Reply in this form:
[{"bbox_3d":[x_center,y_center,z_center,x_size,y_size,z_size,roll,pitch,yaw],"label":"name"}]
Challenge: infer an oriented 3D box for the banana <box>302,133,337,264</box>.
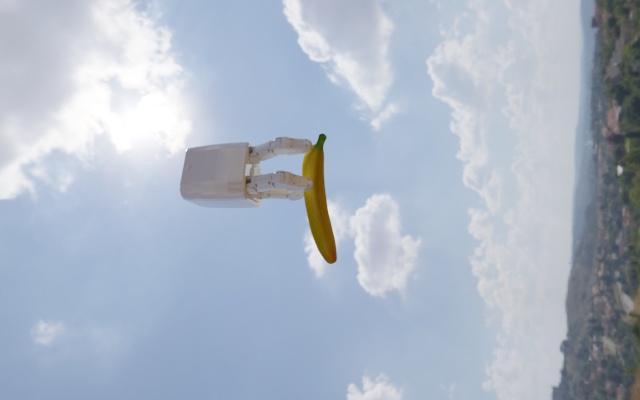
[{"bbox_3d":[-0.004,0.000,0.747,0.037,0.198,0.069,-6,-1,-12],"label":"banana"}]
